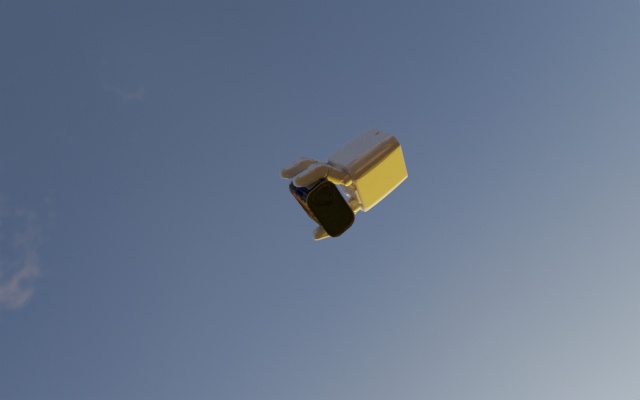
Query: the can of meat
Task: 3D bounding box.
[{"bbox_3d":[0.000,0.003,0.812,0.057,0.102,0.084,-41,31,-9],"label":"can of meat"}]
